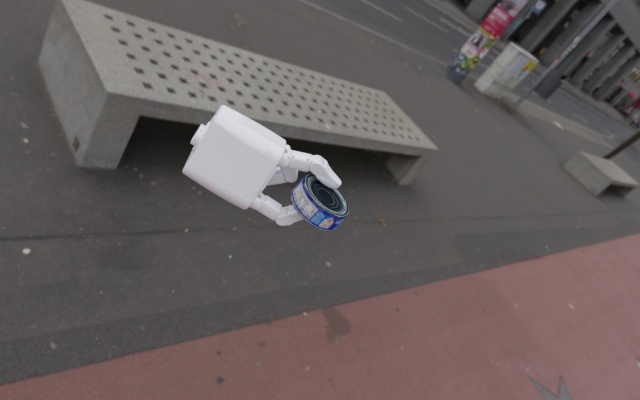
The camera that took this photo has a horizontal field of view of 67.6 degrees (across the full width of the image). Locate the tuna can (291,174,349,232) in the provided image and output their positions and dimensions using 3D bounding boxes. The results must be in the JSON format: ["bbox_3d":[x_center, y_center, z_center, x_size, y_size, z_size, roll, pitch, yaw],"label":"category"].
[{"bbox_3d":[0.001,0.002,0.702,0.034,0.086,0.086,-46,-25,27],"label":"tuna can"}]
